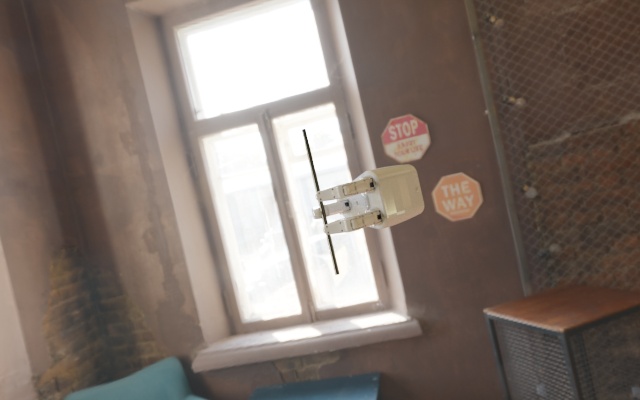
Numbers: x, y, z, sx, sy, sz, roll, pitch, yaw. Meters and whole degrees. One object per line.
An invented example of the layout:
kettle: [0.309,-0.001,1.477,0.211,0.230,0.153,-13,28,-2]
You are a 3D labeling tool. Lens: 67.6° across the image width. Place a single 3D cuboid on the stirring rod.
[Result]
stirring rod: [0.000,0.003,0.767,0.011,0.239,0.011,-13,2,0]
